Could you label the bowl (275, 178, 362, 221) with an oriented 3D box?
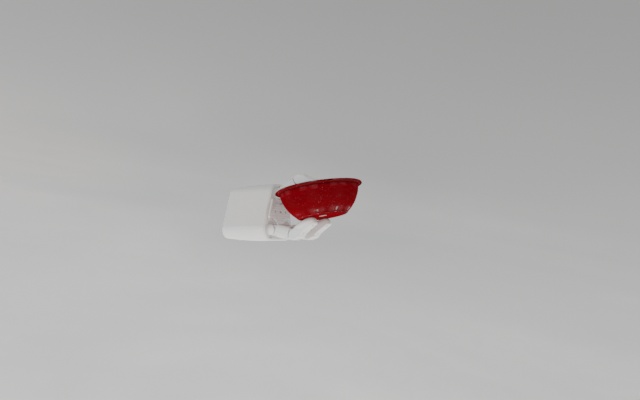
[{"bbox_3d":[0.001,0.003,0.877,0.162,0.055,0.162,-8,-9,-1],"label":"bowl"}]
